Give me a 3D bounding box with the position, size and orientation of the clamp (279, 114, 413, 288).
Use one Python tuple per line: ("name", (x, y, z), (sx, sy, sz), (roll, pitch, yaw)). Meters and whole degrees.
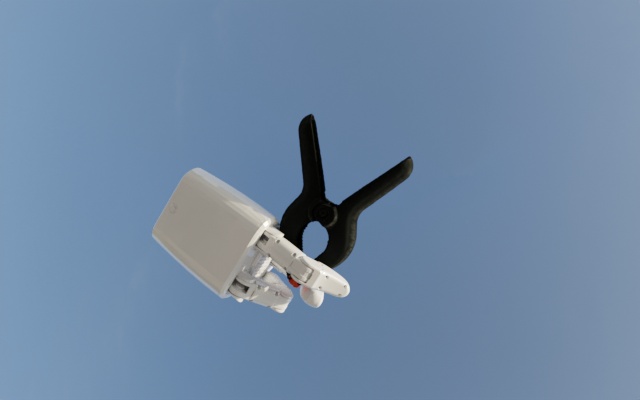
("clamp", (0.000, 0.002, 0.482), (0.120, 0.171, 0.039), (35, 8, 15))
